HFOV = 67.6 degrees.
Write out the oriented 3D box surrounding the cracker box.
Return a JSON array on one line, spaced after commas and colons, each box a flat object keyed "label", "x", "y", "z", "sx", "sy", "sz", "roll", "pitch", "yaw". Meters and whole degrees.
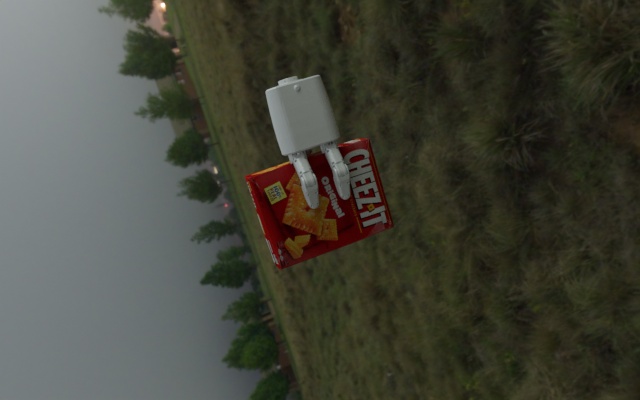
[{"label": "cracker box", "x": 0.000, "y": 0.003, "z": 0.811, "sx": 0.213, "sy": 0.164, "sz": 0.072, "roll": -19, "pitch": 10, "yaw": -12}]
